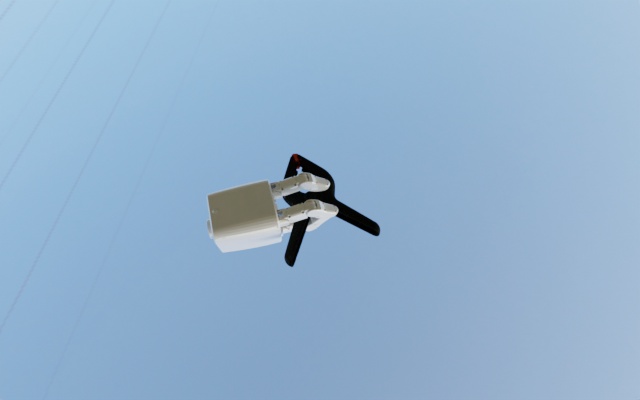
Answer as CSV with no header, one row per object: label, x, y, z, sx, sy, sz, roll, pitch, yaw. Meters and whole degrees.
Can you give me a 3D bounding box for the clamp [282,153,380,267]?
clamp,0.000,0.003,0.822,0.164,0.209,0.036,-12,-32,-7
